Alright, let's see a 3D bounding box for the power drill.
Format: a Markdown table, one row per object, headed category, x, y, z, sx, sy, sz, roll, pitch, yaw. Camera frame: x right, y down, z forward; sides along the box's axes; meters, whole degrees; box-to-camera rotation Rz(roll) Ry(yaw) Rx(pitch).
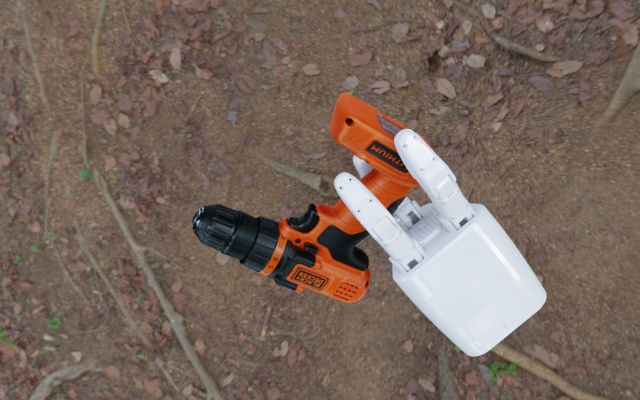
| category | x | y | z | sx | sy | sz | roll | pitch | yaw |
| --- | --- | --- | --- | --- | --- | --- | --- | --- | --- |
| power drill | 0.001 | 0.001 | 0.430 | 0.184 | 0.188 | 0.057 | 24 | 30 | -21 |
